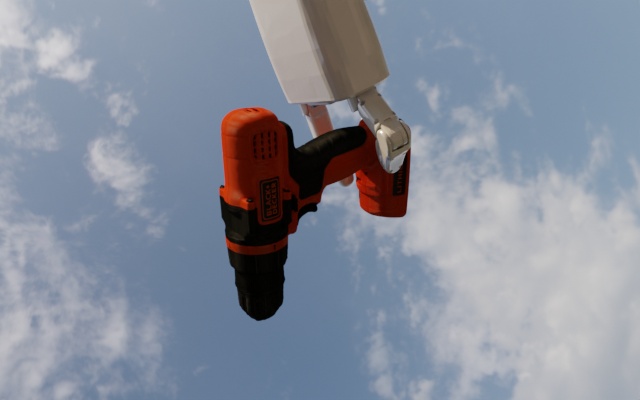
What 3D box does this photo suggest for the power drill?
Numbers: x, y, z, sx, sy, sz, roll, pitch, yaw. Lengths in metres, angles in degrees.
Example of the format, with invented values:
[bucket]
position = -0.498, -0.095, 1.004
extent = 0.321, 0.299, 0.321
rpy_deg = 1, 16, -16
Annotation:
[power drill]
position = 0.000, 0.001, 0.431
extent = 0.187, 0.184, 0.057
rpy_deg = -18, 28, -37
